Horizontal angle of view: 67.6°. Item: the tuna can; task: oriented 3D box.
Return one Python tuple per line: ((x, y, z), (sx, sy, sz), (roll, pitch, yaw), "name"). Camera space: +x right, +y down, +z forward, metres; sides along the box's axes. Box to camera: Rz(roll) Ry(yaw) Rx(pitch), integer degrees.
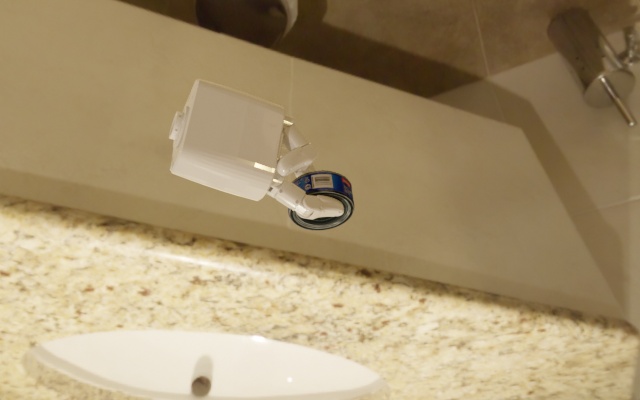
((0.000, 0.002, 0.611), (0.086, 0.033, 0.086), (-4, -38, -3), "tuna can")
